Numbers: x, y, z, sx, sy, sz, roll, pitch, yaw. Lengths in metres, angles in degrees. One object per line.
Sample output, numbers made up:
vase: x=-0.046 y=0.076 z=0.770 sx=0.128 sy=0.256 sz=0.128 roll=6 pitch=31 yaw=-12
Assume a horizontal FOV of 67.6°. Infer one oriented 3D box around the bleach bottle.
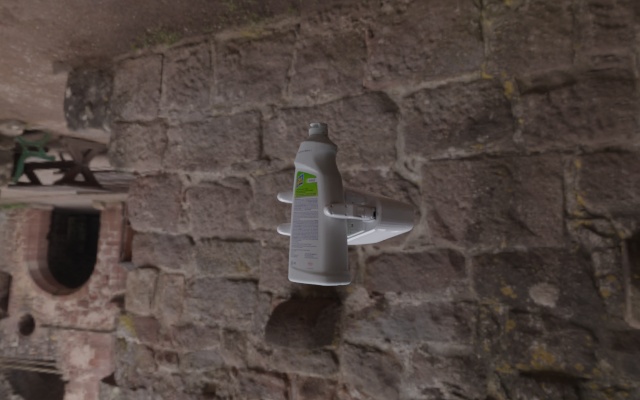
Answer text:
bleach bottle: x=0.000 y=0.003 z=0.751 sx=0.102 sy=0.251 sz=0.068 roll=-3 pitch=-6 yaw=44
